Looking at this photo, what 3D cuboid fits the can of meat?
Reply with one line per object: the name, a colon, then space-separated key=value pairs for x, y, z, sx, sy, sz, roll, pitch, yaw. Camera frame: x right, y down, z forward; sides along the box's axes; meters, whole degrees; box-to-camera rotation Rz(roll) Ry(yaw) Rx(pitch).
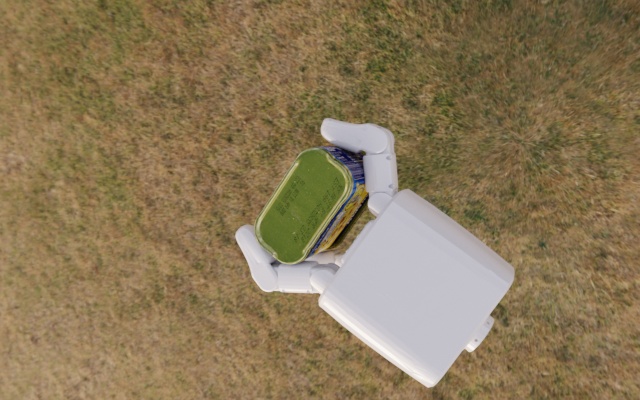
can of meat: x=0.000 y=0.001 z=0.406 sx=0.057 sy=0.102 sz=0.084 roll=39 pitch=19 yaw=14
